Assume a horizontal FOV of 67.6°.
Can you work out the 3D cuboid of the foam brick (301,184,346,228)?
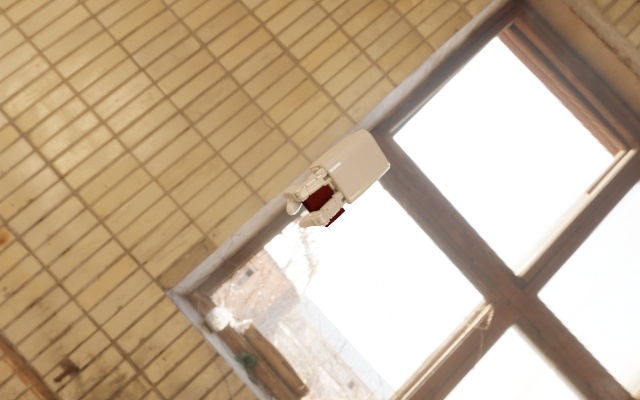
[{"bbox_3d":[0.000,0.003,0.878,0.051,0.078,0.053,-41,26,-11],"label":"foam brick"}]
